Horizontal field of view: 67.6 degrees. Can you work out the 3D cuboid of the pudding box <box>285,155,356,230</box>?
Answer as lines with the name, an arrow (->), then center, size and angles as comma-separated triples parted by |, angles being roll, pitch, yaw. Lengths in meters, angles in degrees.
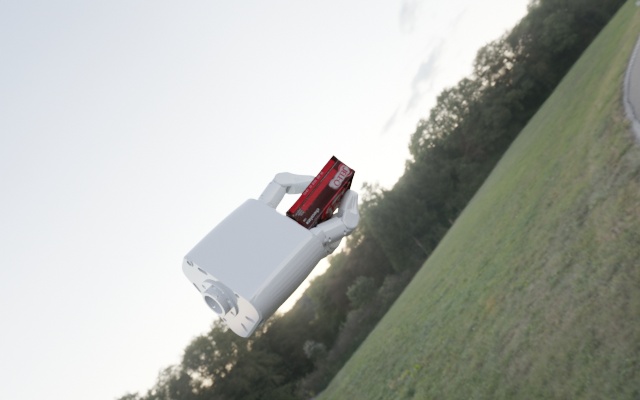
pudding box -> 0.000, 0.002, 0.587 | 0.039, 0.090, 0.113 | 39, -10, 5
